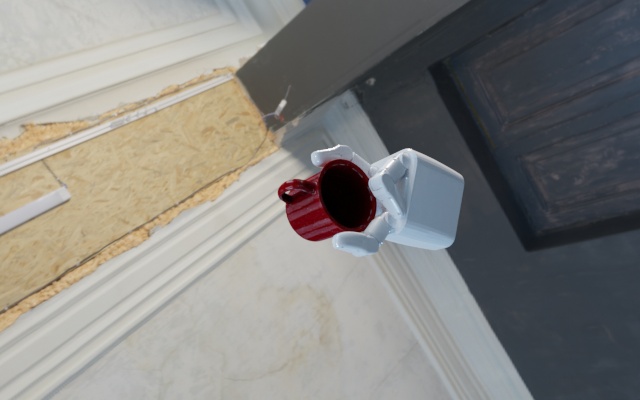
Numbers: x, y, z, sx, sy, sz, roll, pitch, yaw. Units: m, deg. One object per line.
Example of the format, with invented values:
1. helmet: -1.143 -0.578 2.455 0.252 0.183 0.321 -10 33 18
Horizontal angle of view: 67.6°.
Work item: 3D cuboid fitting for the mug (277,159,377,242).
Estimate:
1. mug: -0.001 0.002 0.593 0.117 0.093 0.081 17 -26 -34
